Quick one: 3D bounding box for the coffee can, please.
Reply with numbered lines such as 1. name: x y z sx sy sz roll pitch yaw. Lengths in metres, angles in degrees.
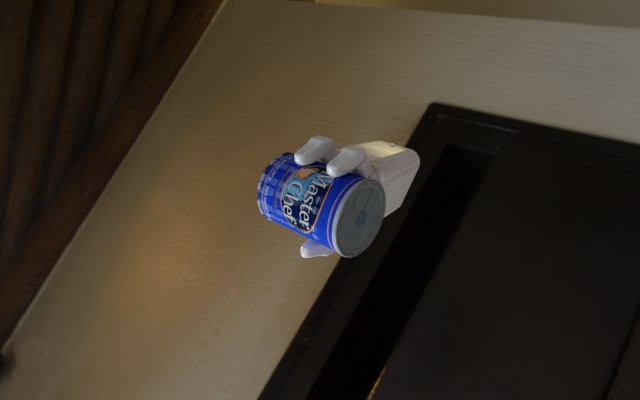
1. coffee can: 0.000 0.002 0.633 0.140 0.103 0.103 22 14 36
